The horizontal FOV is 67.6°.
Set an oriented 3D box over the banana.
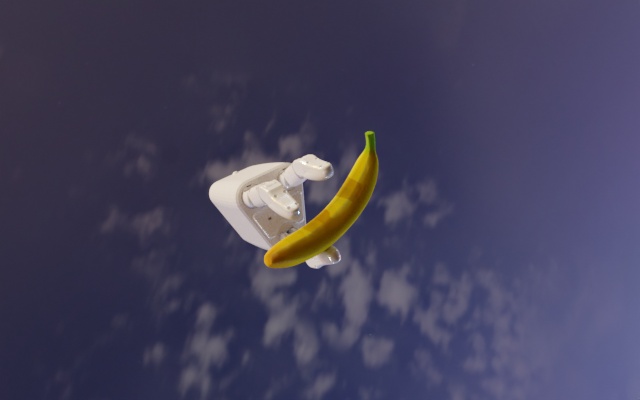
[{"bbox_3d":[0.013,0.011,0.553,0.037,0.197,0.070,13,-30,53],"label":"banana"}]
